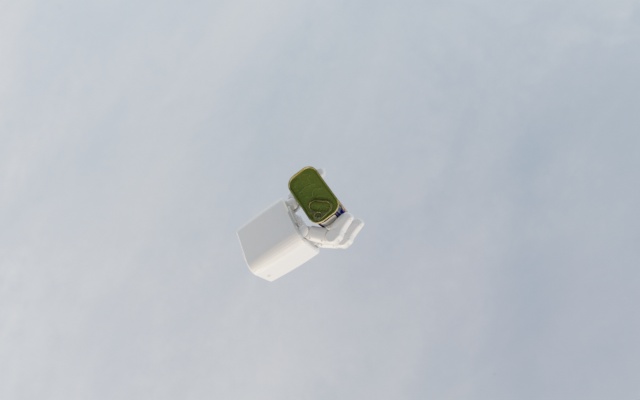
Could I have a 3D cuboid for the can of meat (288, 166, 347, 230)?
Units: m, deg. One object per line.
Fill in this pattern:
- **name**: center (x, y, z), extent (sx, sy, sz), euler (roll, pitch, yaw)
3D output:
- **can of meat**: center (0.000, 0.003, 0.820), extent (0.057, 0.102, 0.084), euler (-37, -27, 4)
